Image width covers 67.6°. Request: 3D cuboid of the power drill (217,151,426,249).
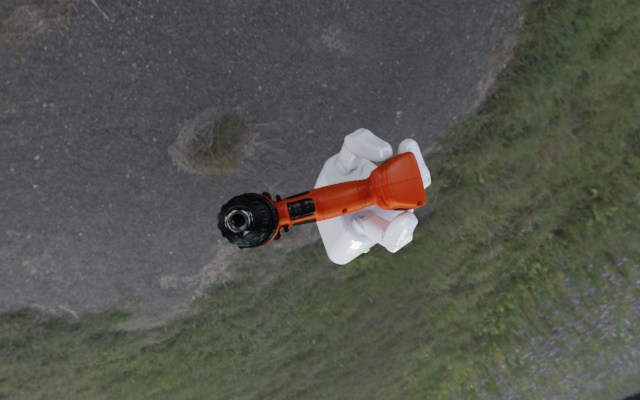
[{"bbox_3d":[0.001,0.001,0.461,0.187,0.057,0.184,-13,0,-2],"label":"power drill"}]
